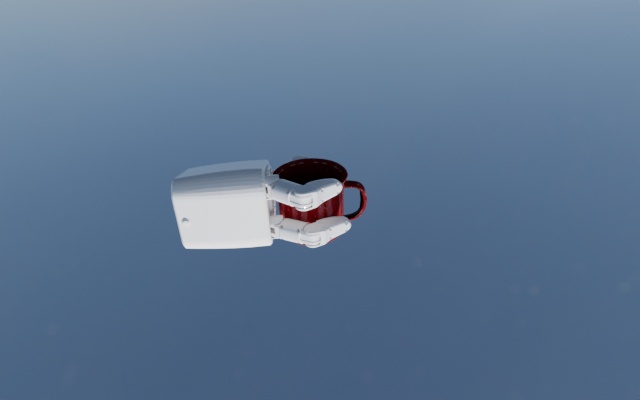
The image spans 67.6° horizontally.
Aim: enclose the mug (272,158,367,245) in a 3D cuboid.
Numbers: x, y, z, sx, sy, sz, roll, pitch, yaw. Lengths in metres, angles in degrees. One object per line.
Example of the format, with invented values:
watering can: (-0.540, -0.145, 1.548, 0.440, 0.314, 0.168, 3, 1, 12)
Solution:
mug: (0.002, 0.002, 0.604, 0.117, 0.081, 0.093, -3, 30, -1)
